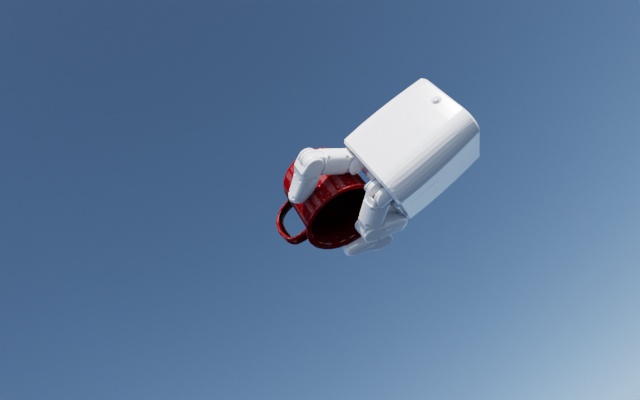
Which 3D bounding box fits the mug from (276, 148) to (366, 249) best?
[{"bbox_3d":[-0.001,0.003,0.541,0.117,0.081,0.093,-39,-39,4],"label":"mug"}]
